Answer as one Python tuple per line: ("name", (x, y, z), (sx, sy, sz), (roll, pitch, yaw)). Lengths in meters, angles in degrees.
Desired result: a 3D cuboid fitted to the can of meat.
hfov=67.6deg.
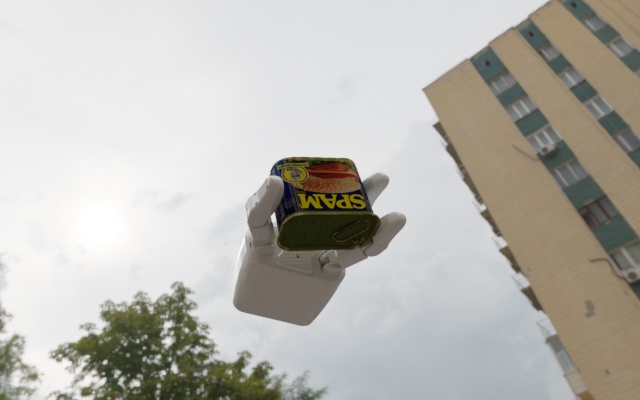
("can of meat", (0.000, 0.001, 0.494), (0.102, 0.084, 0.057), (0, -42, -19))
